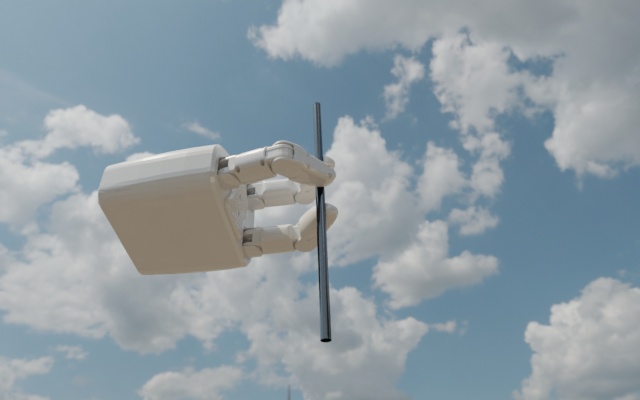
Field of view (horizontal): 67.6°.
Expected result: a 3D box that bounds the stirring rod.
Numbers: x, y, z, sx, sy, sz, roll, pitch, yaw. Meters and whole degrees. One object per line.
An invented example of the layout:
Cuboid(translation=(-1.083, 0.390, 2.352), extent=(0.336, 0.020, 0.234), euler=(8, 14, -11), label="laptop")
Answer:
Cuboid(translation=(0.000, 0.001, 0.405), extent=(0.011, 0.239, 0.011), euler=(-1, -37, -1), label="stirring rod")
